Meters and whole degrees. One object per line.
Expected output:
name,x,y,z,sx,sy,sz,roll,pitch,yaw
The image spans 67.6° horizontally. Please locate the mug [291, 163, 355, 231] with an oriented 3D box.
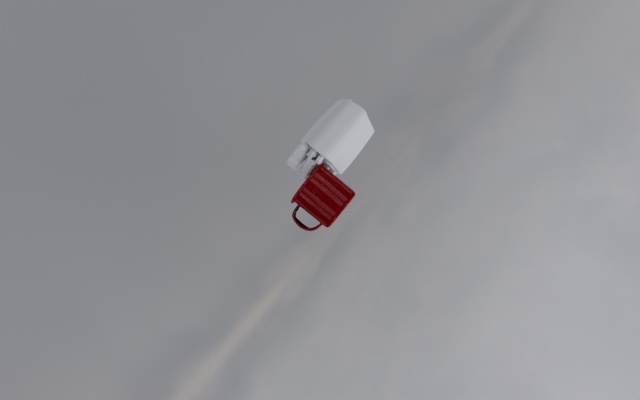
mug,-0.001,0.004,0.848,0.081,0.117,0.093,39,1,3
